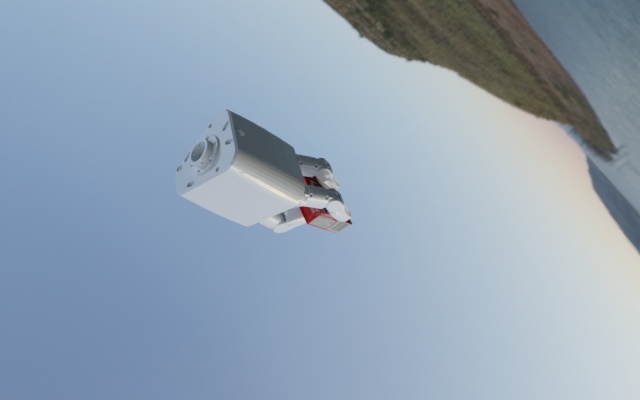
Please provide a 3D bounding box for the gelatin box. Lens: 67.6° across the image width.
[{"bbox_3d":[0.000,0.002,0.658,0.030,0.073,0.089,-35,-28,20],"label":"gelatin box"}]
